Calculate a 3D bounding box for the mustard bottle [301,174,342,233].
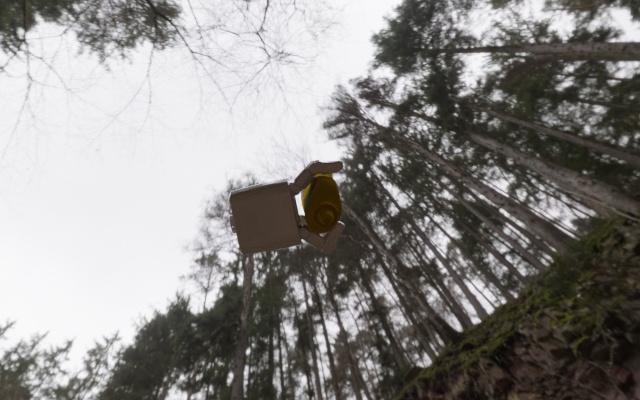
[{"bbox_3d":[0.000,0.003,0.818,0.058,0.096,0.191,12,15,-9],"label":"mustard bottle"}]
